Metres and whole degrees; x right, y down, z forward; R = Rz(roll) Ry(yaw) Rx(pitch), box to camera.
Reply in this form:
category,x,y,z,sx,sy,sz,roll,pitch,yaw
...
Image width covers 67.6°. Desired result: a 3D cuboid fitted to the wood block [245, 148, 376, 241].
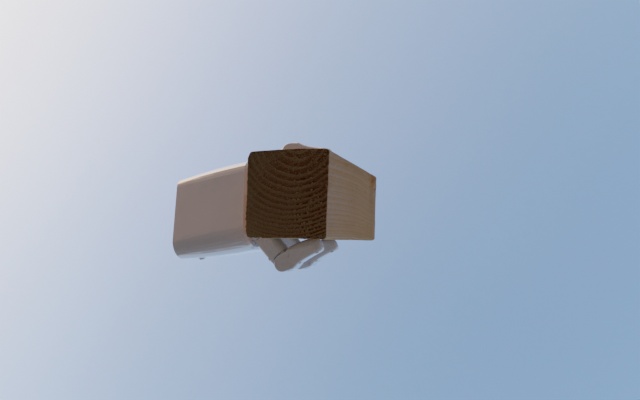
category,x,y,z,sx,sy,sz,roll,pitch,yaw
wood block,0.000,0.002,0.569,0.090,0.091,0.206,0,-4,19
